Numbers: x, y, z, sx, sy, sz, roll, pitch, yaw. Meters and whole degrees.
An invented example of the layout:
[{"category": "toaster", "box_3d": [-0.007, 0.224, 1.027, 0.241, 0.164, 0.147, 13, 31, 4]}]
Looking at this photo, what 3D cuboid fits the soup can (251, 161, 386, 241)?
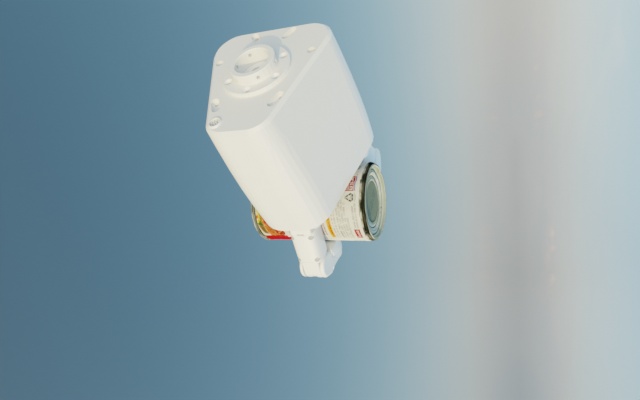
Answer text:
[{"category": "soup can", "box_3d": [0.000, 0.002, 0.419, 0.102, 0.068, 0.068, -1, 0, 22]}]
